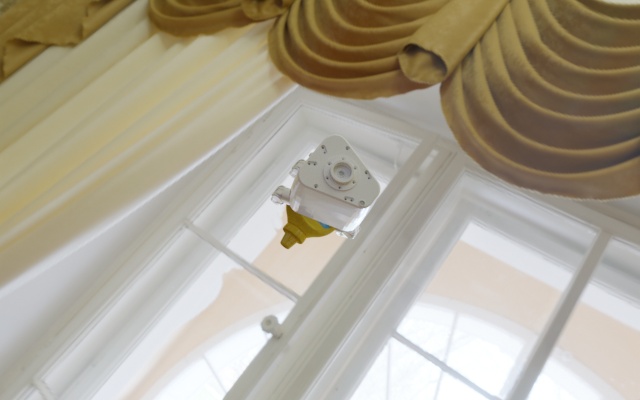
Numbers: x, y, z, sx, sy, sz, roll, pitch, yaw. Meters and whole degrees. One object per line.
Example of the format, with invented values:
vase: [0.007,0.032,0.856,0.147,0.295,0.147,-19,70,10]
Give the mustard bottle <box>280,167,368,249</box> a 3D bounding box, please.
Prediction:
mustard bottle: [0.000,0.002,0.787,0.096,0.191,0.058,46,-20,-18]
